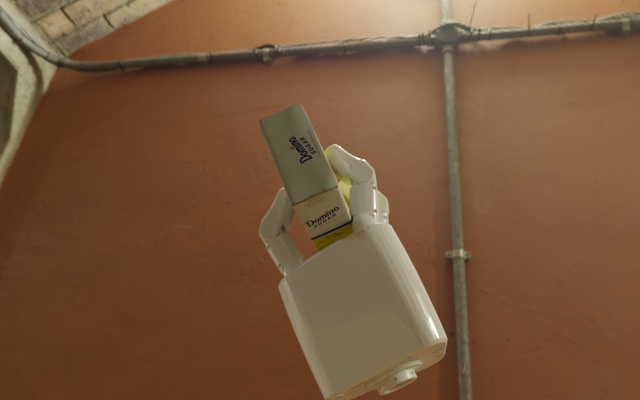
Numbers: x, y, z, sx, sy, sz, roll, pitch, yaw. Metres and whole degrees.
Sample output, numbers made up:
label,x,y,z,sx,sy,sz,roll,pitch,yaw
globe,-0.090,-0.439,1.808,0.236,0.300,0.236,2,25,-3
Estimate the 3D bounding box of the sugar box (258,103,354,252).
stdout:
label,x,y,z,sx,sy,sz,roll,pitch,yaw
sugar box,0.001,0.001,0.447,0.048,0.093,0.176,-23,-30,-1
